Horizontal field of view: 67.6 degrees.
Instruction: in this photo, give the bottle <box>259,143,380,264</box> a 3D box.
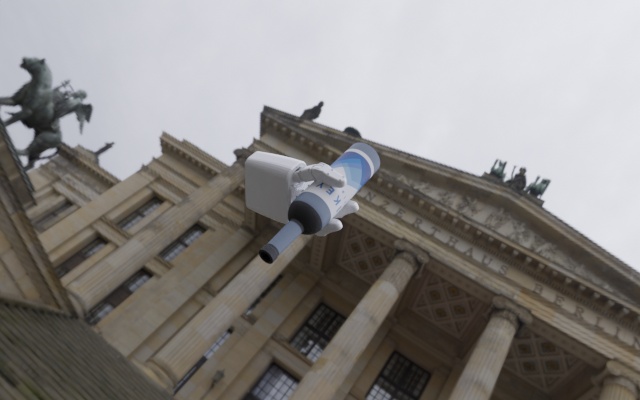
[{"bbox_3d":[0.000,0.002,0.803,0.069,0.069,0.295,0,34,43],"label":"bottle"}]
